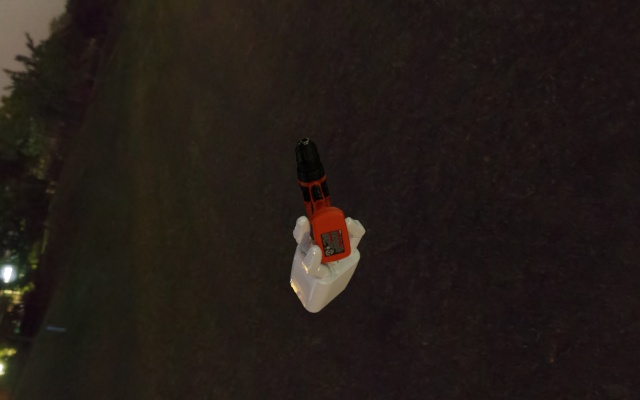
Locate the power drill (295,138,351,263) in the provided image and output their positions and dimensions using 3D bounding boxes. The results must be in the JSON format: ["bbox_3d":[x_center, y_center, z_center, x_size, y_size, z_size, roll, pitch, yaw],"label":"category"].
[{"bbox_3d":[0.000,0.003,0.838,0.057,0.185,0.187,-15,33,-2],"label":"power drill"}]
